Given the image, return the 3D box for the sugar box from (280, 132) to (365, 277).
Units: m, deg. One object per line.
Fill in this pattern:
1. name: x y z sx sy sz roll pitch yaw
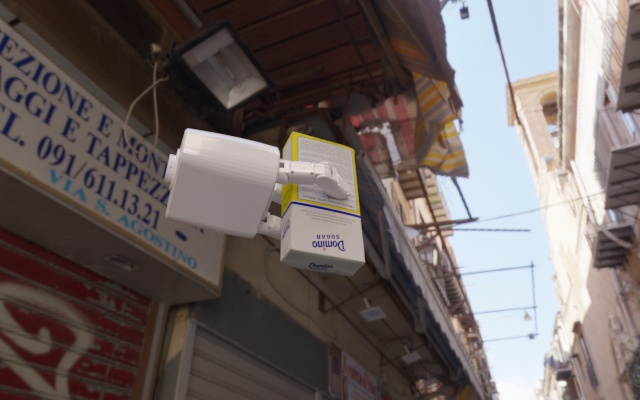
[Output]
1. sugar box: 0.000 0.002 0.592 0.093 0.176 0.048 13 -36 -19
